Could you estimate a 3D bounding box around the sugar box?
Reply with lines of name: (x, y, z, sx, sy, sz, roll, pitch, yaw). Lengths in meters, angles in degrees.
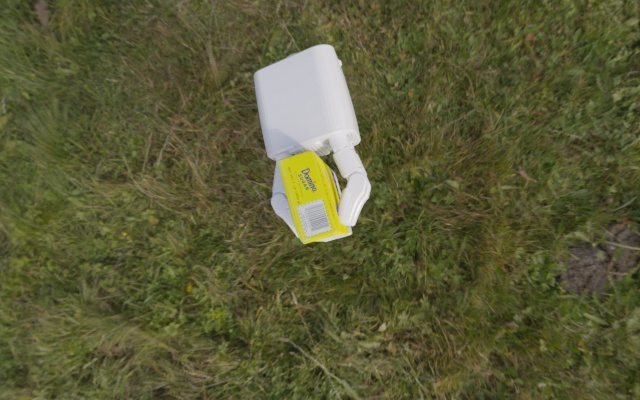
sugar box: (0.001, 0.002, 0.577, 0.048, 0.093, 0.176, -17, -6, 10)
